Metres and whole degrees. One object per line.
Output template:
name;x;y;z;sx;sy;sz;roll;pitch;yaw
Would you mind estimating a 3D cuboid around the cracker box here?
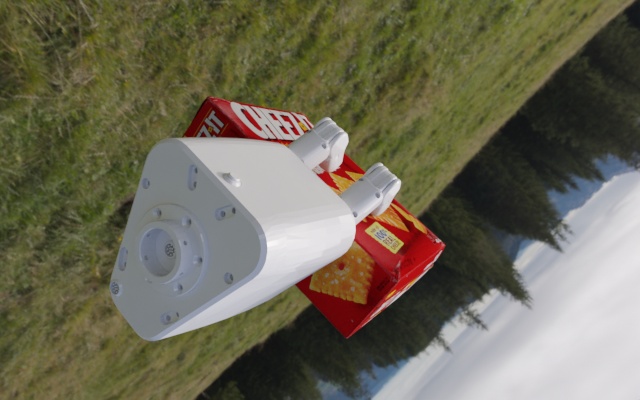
cracker box;0.000;0.002;0.432;0.213;0.072;0.164;45;21;17
